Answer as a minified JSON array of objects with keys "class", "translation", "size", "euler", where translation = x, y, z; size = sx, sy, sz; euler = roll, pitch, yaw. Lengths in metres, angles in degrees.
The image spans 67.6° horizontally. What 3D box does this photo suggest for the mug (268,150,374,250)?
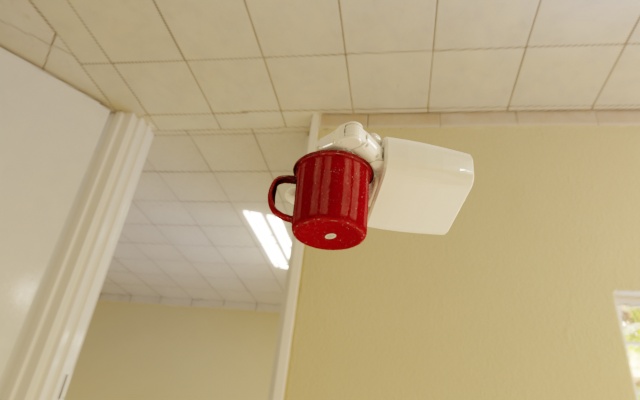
[{"class":"mug","translation":[-0.001,0.002,0.527],"size":[0.117,0.081,0.093],"euler":[8,-29,-5]}]
